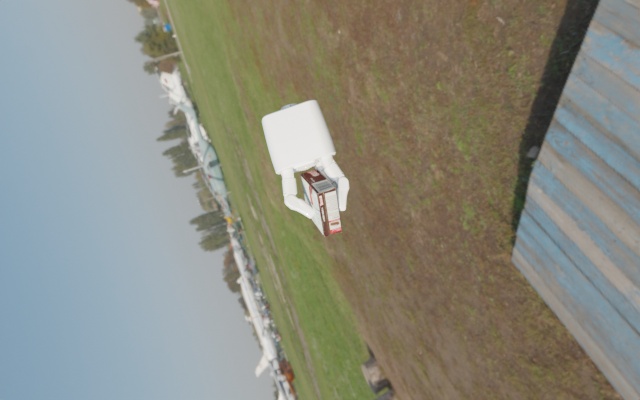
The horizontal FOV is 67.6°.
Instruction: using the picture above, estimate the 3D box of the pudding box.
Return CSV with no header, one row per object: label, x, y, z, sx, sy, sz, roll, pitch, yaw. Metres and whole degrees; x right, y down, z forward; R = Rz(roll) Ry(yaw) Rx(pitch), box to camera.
pudding box,0.000,0.003,0.883,0.039,0.090,0.113,-15,25,-11
